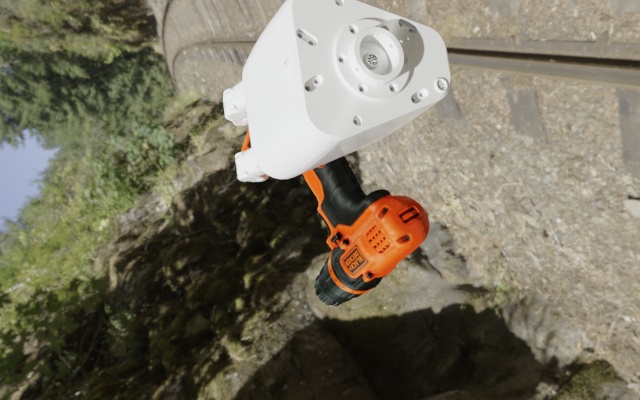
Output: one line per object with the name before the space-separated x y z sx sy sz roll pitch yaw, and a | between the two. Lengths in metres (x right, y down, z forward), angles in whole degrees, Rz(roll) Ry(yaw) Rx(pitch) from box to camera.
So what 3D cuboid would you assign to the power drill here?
power drill | 0.000 0.001 0.453 0.057 0.187 0.184 -28 -15 -35
